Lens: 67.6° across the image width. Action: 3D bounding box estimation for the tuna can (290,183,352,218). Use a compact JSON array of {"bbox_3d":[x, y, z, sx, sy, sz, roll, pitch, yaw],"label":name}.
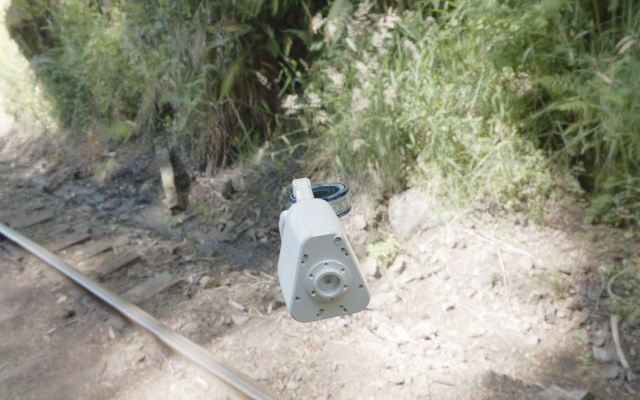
[{"bbox_3d":[0.000,0.002,0.681,0.086,0.034,0.086,-9,16,3],"label":"tuna can"}]
